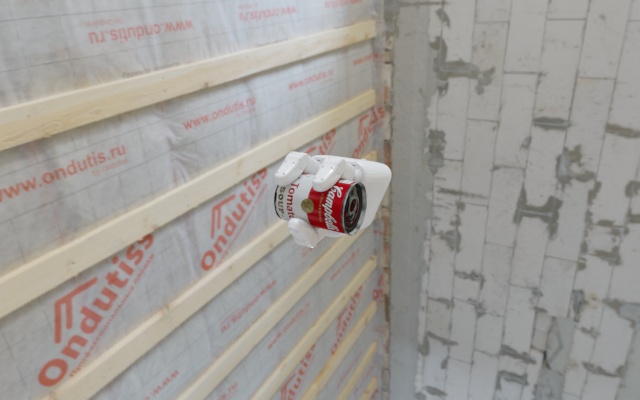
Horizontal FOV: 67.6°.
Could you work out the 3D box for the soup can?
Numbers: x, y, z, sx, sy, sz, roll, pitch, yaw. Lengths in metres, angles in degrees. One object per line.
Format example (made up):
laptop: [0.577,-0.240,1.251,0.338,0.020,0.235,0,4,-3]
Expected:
soup can: [0.000,0.002,0.616,0.102,0.068,0.068,11,5,28]
